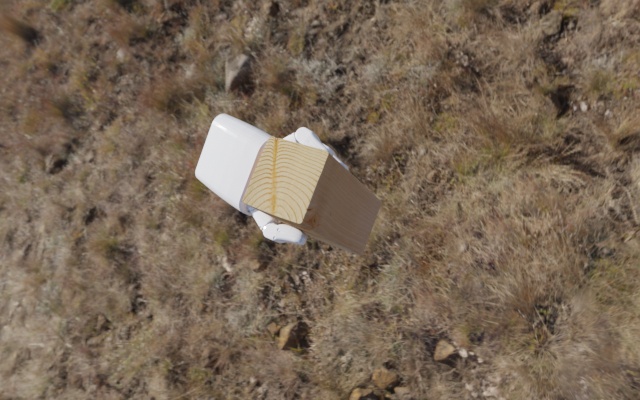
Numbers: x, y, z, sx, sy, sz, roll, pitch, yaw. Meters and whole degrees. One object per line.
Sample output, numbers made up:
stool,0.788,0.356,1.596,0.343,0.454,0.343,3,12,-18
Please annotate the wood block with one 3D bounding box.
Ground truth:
wood block,0.000,0.002,0.643,0.090,0.091,0.206,19,-7,28
